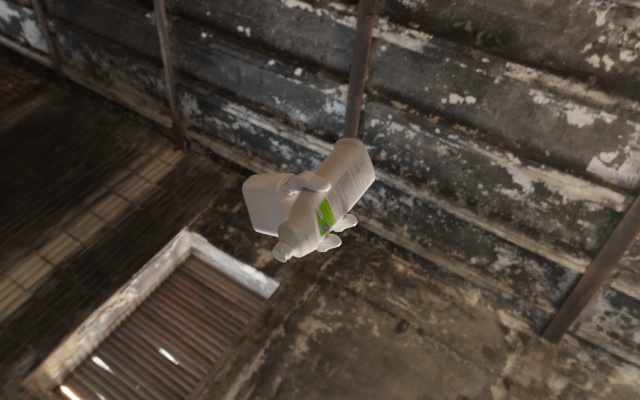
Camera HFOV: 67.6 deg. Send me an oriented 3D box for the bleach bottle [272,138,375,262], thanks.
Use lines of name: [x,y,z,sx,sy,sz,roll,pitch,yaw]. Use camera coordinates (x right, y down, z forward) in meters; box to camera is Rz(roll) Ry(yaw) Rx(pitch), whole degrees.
bleach bottle: [0.000,0.003,0.821,0.068,0.103,0.250,5,42,42]
